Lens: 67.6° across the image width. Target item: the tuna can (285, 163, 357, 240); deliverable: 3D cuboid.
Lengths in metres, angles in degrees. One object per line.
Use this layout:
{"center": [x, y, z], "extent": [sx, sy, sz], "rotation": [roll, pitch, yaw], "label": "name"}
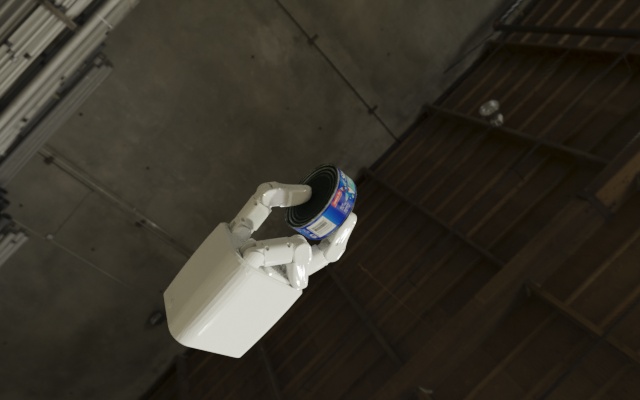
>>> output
{"center": [0.001, 0.002, 0.545], "extent": [0.034, 0.086, 0.086], "rotation": [36, -20, -29], "label": "tuna can"}
